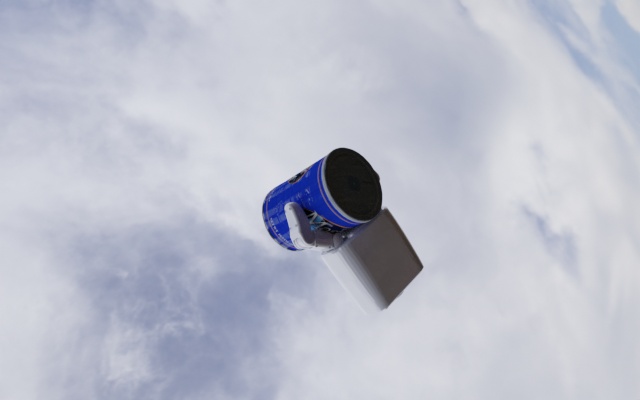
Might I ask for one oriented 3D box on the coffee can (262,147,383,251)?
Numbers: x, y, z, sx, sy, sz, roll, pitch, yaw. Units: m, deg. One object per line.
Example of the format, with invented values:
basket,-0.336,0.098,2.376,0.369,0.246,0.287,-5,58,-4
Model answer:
coffee can,0.000,0.002,0.660,0.103,0.102,0.140,0,-20,-43
